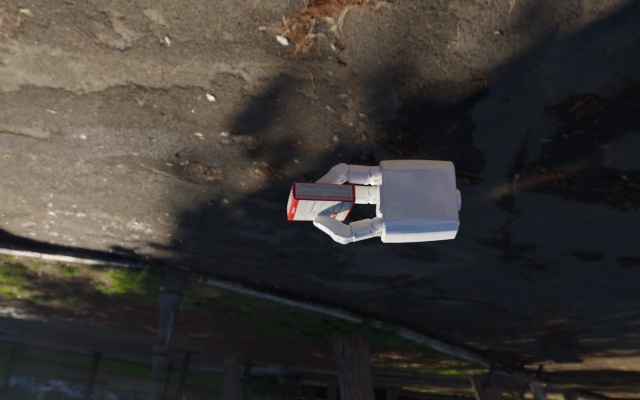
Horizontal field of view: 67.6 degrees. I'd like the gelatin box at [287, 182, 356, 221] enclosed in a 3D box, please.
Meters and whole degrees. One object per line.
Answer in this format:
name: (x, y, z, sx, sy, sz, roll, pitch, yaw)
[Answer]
gelatin box: (0.000, 0.003, 0.687, 0.089, 0.030, 0.073, 1, -24, -10)
